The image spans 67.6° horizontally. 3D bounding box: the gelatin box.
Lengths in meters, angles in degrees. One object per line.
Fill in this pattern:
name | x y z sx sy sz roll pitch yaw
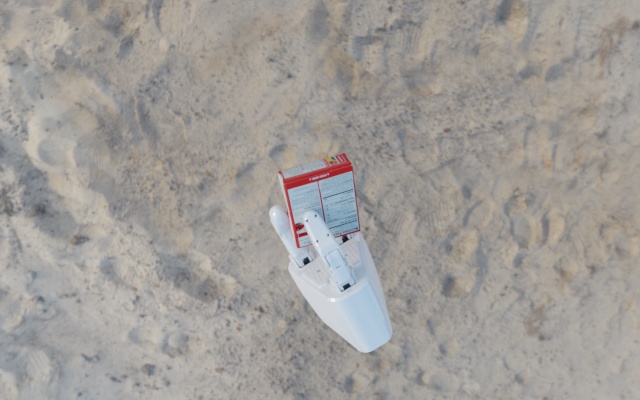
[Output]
gelatin box | 0.000 0.002 0.503 0.073 0.089 0.030 -16 36 -9
